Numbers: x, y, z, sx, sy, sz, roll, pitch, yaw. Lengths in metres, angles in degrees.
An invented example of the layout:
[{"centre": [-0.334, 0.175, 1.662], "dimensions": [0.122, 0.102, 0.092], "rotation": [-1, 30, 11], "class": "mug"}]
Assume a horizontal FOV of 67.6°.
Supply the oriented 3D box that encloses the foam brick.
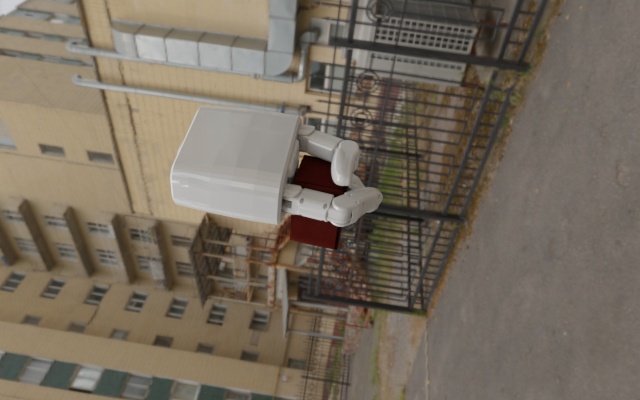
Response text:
[{"centre": [0.000, 0.002, 0.491], "dimensions": [0.051, 0.078, 0.053], "rotation": [9, 36, 4], "class": "foam brick"}]
